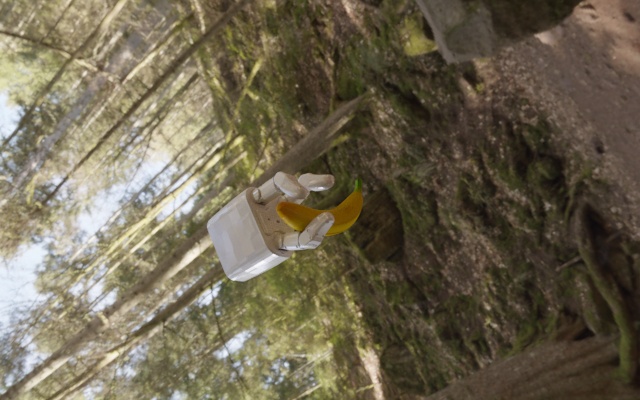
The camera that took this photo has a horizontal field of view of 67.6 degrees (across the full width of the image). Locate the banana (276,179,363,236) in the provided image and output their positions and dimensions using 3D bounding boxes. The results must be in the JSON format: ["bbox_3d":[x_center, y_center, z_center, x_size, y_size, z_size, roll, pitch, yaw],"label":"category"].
[{"bbox_3d":[0.009,0.019,0.707,0.037,0.069,0.198,-24,-4,38],"label":"banana"}]
